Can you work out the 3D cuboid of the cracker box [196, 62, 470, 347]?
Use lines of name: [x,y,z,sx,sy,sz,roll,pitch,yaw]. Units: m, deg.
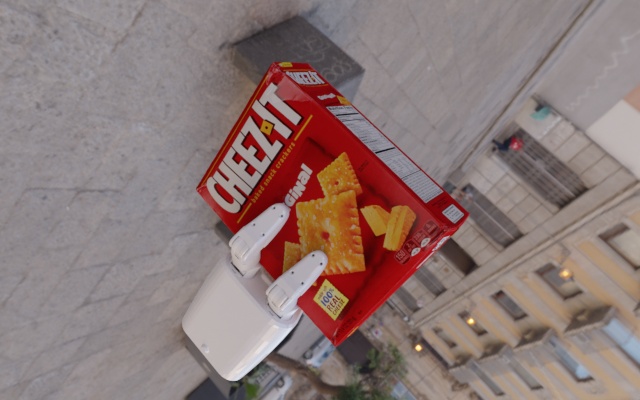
cracker box: [0.000,0.002,0.451,0.213,0.164,0.072,45,28,13]
